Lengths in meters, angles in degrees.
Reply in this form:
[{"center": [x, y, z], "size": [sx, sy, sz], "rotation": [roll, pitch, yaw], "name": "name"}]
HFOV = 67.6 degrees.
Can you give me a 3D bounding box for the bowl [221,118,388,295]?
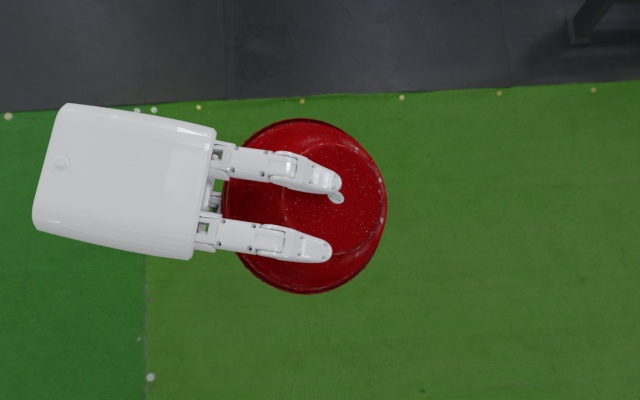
[{"center": [0.001, 0.001, 0.412], "size": [0.162, 0.162, 0.055], "rotation": [0, -6, -25], "name": "bowl"}]
